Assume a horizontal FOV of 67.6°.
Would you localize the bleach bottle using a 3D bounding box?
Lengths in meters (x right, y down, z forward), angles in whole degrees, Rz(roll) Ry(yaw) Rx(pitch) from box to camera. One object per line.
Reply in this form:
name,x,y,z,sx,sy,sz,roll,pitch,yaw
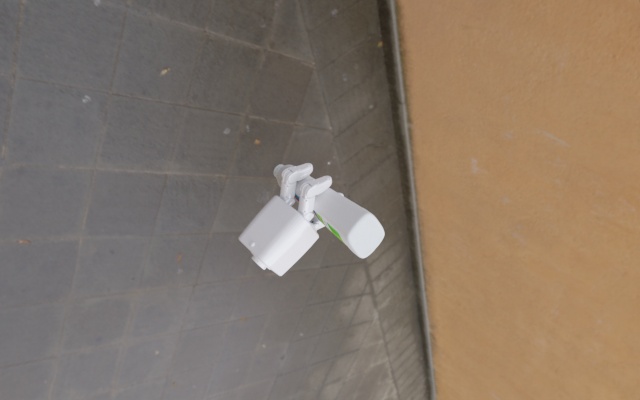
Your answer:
bleach bottle,0.000,0.003,0.884,0.250,0.068,0.103,36,-10,38
